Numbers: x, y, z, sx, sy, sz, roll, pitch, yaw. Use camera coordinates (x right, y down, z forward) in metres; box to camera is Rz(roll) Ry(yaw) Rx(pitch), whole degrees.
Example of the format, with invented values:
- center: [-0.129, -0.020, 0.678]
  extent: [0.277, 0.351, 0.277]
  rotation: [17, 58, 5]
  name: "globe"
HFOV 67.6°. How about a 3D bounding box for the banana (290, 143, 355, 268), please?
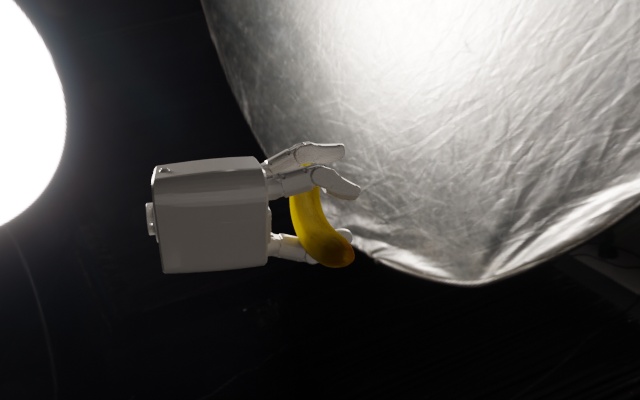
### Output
- center: [-0.006, 0.014, 0.520]
  extent: [0.037, 0.070, 0.197]
  rotation: [8, 37, -19]
  name: "banana"
